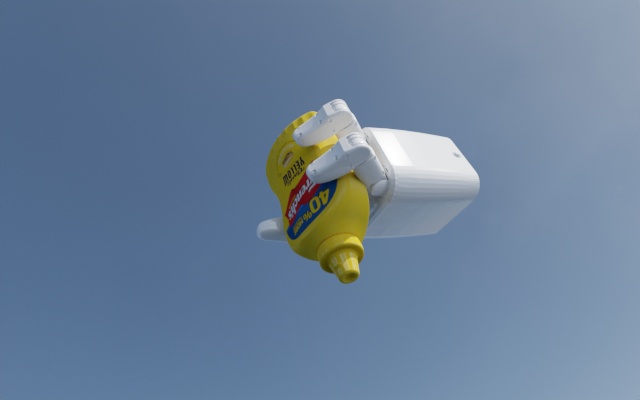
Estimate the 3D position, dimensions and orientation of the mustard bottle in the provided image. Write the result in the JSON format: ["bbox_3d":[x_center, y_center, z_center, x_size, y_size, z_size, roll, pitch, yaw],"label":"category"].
[{"bbox_3d":[0.000,0.001,0.469,0.058,0.191,0.096,24,-59,-37],"label":"mustard bottle"}]
